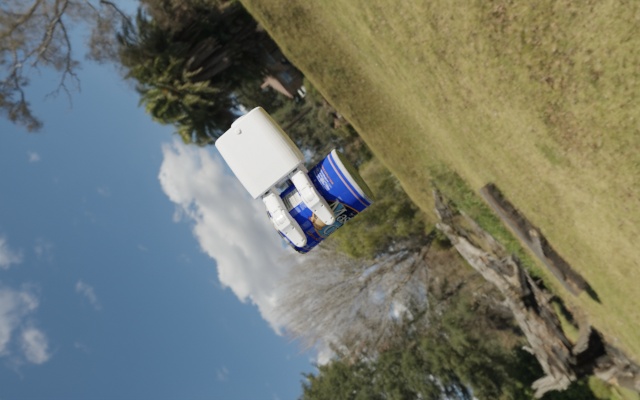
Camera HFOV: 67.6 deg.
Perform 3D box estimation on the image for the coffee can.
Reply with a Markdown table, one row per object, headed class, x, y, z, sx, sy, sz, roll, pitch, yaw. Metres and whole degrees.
| class | x | y | z | sx | sy | sz | roll | pitch | yaw |
| --- | --- | --- | --- | --- | --- | --- | --- | --- | --- |
| coffee can | 0.000 | 0.002 | 0.750 | 0.140 | 0.103 | 0.103 | -38 | -9 | 12 |
